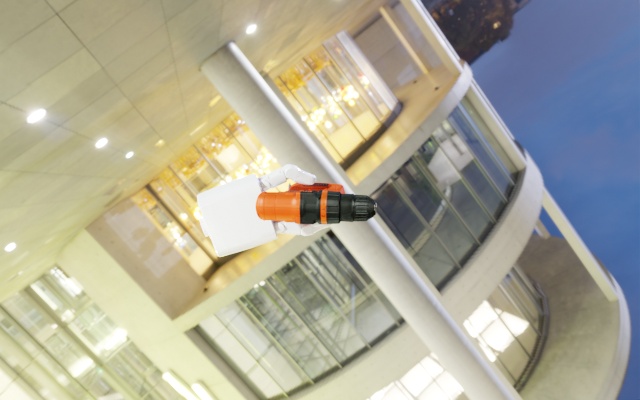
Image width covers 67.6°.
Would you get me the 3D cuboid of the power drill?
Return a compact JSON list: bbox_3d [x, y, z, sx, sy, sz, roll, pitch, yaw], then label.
[{"bbox_3d":[0.000,0.003,0.793,0.184,0.057,0.187,3,4,6],"label":"power drill"}]
